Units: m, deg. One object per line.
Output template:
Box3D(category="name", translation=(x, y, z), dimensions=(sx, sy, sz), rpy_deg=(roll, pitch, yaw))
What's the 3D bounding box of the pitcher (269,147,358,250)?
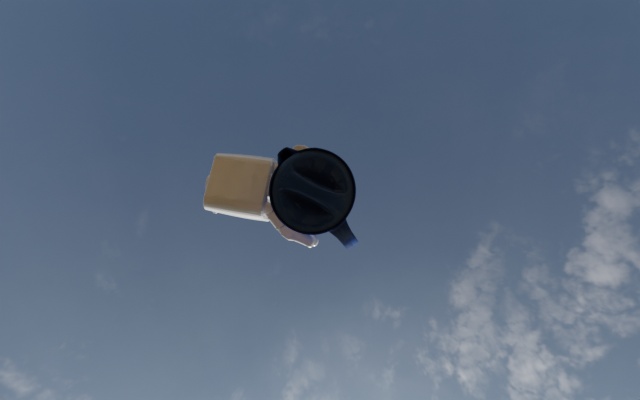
Box3D(category="pitcher", translation=(0.000, 0.003, 0.835), dimensions=(0.145, 0.149, 0.243), rpy_deg=(7, -4, 4))
